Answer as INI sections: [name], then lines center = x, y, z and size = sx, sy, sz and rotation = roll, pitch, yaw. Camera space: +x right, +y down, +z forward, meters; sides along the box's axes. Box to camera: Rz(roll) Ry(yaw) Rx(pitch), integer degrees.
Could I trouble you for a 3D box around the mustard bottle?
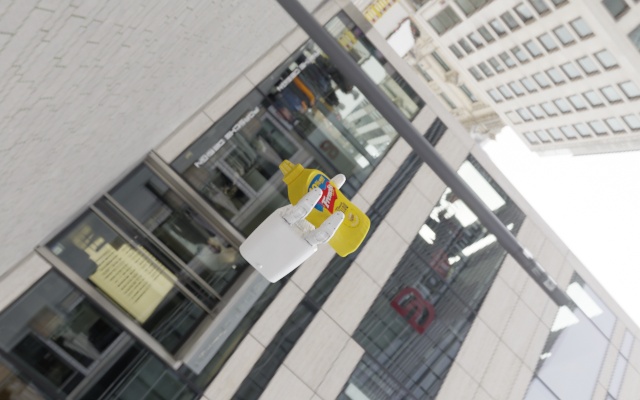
[mustard bottle]
center = 0.001, 0.003, 0.838
size = 0.058, 0.191, 0.096
rotation = -35, 14, 43
